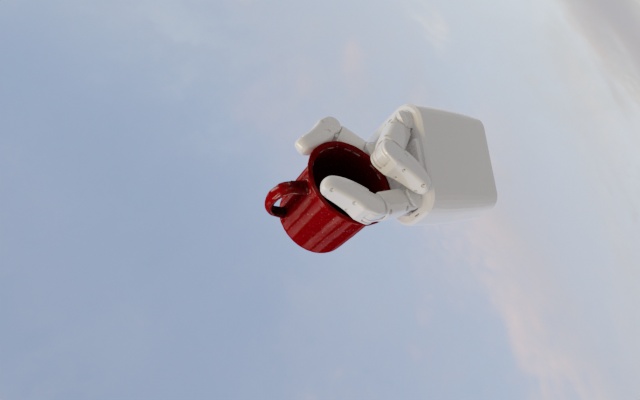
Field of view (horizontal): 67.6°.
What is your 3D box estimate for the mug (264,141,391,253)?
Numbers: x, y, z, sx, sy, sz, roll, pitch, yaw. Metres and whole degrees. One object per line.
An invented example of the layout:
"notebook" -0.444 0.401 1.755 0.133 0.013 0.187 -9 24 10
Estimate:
"mug" -0.001 0.002 0.471 0.117 0.093 0.081 -1 -29 -34
